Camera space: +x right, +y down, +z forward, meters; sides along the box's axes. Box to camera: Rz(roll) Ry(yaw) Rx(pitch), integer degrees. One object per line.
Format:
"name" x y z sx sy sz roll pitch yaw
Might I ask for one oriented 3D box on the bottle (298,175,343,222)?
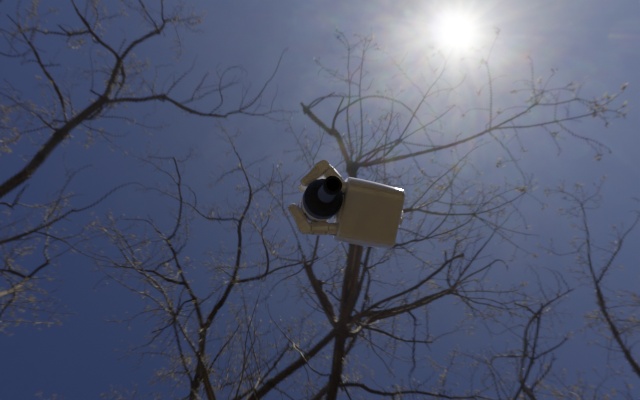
"bottle" 0.000 0.003 0.838 0.069 0.069 0.296 0 -10 -7
